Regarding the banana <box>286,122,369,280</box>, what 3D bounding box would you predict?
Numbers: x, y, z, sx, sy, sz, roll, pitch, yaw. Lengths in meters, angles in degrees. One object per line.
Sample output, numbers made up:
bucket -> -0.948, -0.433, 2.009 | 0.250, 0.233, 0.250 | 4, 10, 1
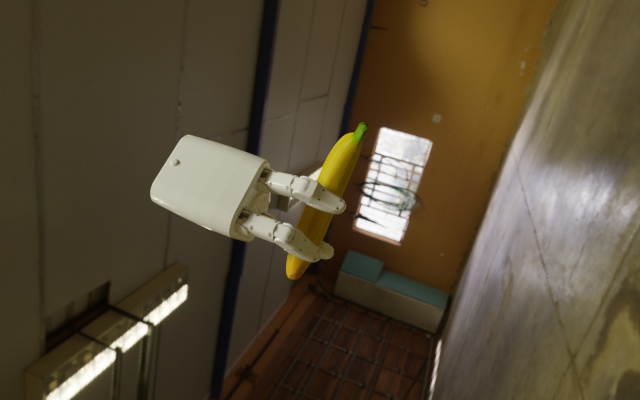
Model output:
banana -> 0.003, -0.001, 0.574 | 0.037, 0.198, 0.069 | 24, 2, 6
